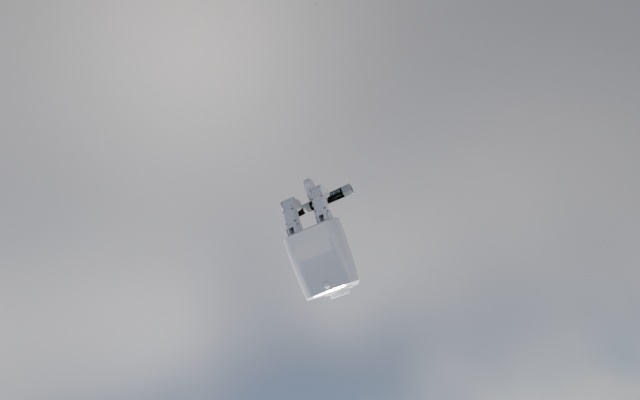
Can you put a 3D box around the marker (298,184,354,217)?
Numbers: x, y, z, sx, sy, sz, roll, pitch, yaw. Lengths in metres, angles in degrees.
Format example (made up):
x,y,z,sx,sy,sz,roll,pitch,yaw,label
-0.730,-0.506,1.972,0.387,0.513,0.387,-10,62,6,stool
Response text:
x,y,z,sx,sy,sz,roll,pitch,yaw,label
0.000,0.003,0.831,0.121,0.020,0.020,-24,-7,16,marker
